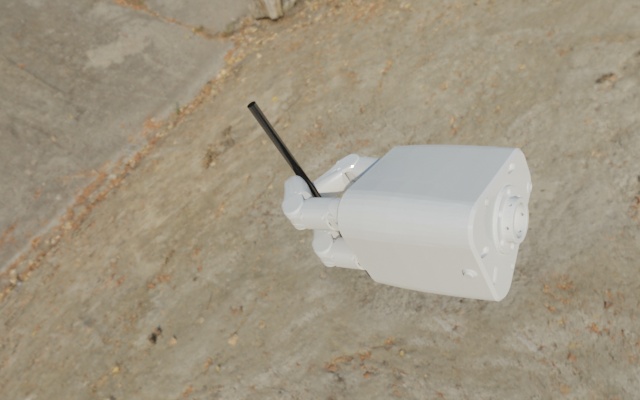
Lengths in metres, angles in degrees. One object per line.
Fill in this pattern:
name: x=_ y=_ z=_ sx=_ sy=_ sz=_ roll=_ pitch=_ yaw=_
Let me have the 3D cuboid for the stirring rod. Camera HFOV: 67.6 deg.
stirring rod: x=0.000 y=0.002 z=0.459 sx=0.011 sy=0.011 sz=0.240 roll=0 pitch=-41 yaw=39
